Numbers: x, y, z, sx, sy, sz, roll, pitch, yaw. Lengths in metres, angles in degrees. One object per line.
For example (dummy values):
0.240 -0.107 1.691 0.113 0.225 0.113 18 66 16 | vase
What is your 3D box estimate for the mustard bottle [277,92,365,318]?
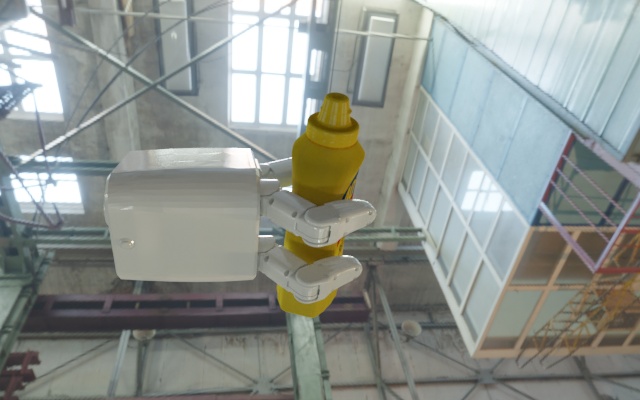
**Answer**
0.000 0.002 0.408 0.058 0.192 0.096 14 34 8 | mustard bottle
